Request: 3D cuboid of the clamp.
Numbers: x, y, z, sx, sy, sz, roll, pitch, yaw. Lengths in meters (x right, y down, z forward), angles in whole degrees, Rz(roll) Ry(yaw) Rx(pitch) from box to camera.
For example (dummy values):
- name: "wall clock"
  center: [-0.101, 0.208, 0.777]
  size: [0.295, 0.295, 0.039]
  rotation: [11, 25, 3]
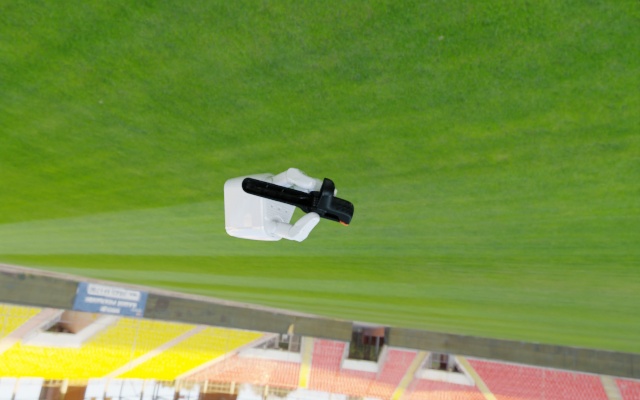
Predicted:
- name: "clamp"
  center: [0.000, 0.003, 0.768]
  size: [0.164, 0.036, 0.210]
  rotation: [1, -16, 41]
